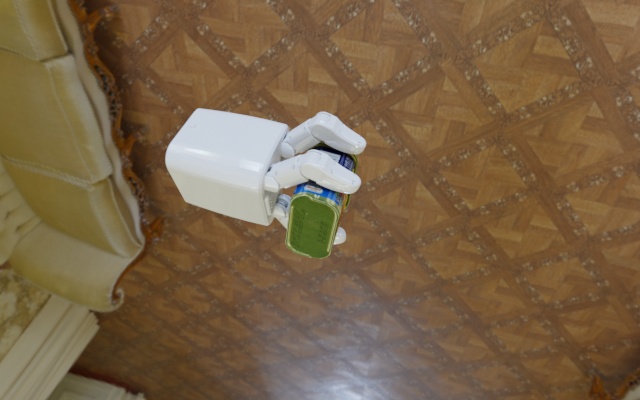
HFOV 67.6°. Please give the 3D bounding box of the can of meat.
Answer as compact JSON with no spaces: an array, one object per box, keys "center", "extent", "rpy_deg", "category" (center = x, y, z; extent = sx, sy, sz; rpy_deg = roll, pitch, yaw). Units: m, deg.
[{"center":[0.000,0.002,0.518],"extent":[0.057,0.084,0.102],"rpy_deg":[15,-43,5],"category":"can of meat"}]
